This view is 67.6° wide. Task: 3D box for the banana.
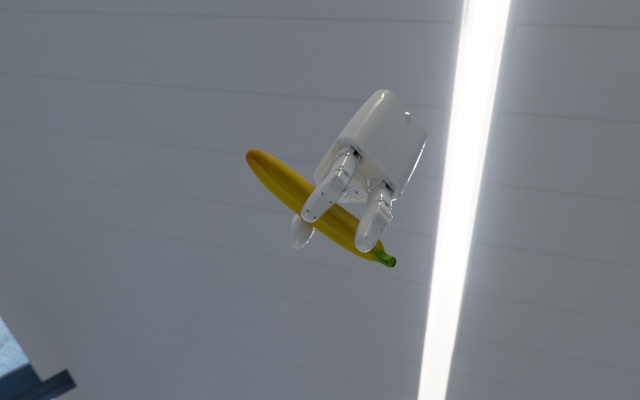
[{"bbox_3d":[0.000,0.009,0.536,0.198,0.037,0.070,36,-17,3],"label":"banana"}]
